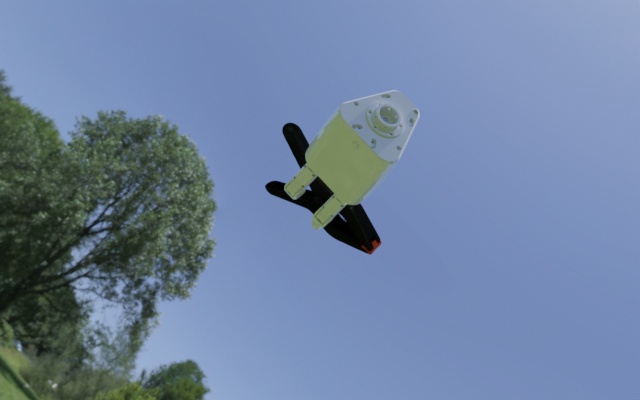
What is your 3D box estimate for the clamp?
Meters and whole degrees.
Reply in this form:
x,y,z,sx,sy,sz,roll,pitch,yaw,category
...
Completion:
x,y,z,sx,sy,sz,roll,pitch,yaw,category
0.001,0.002,0.704,0.036,0.210,0.165,-41,-5,-31,clamp
